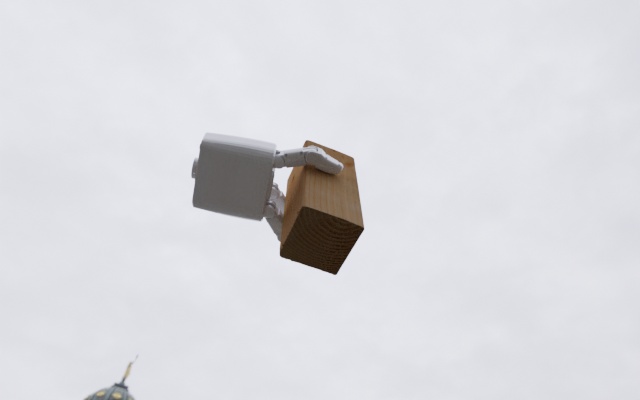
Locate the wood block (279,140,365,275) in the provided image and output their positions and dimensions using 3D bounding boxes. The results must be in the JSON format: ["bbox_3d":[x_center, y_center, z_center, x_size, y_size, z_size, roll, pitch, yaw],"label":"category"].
[{"bbox_3d":[0.000,0.002,0.718,0.090,0.091,0.206,20,29,-13],"label":"wood block"}]
